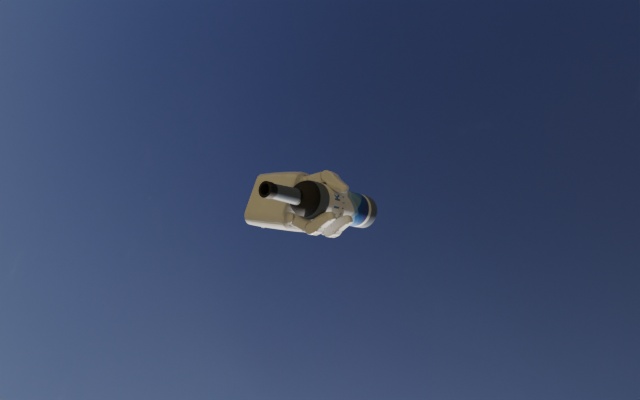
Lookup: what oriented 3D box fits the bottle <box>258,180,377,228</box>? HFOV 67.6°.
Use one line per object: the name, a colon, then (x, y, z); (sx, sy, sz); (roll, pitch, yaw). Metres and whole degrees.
bottle: (0.000, 0.003, 0.860); (0.069, 0.069, 0.296); (0, -8, 37)
